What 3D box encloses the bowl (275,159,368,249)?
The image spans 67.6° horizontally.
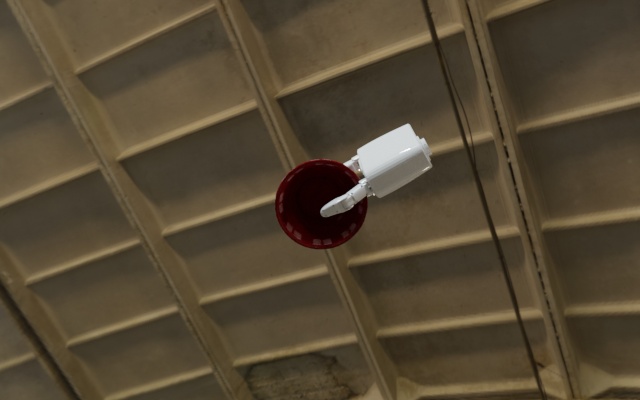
[{"bbox_3d":[-0.001,0.003,0.850,0.162,0.162,0.055,0,14,-5],"label":"bowl"}]
